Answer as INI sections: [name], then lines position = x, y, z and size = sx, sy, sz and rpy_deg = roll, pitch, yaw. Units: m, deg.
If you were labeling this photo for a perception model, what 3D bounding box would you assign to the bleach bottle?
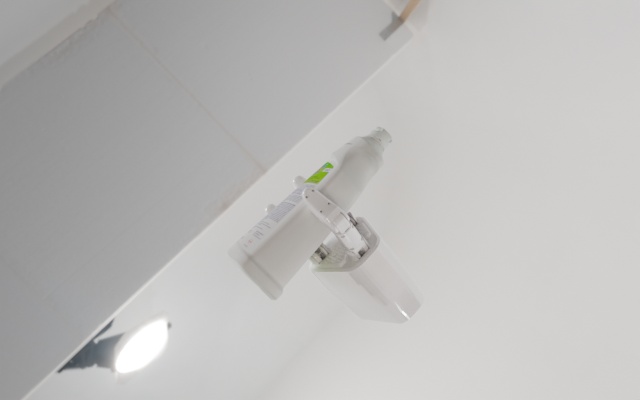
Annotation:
[bleach bottle]
position = 0.000, 0.002, 0.585
size = 0.251, 0.068, 0.102
rpy_deg = -45, 20, -13
